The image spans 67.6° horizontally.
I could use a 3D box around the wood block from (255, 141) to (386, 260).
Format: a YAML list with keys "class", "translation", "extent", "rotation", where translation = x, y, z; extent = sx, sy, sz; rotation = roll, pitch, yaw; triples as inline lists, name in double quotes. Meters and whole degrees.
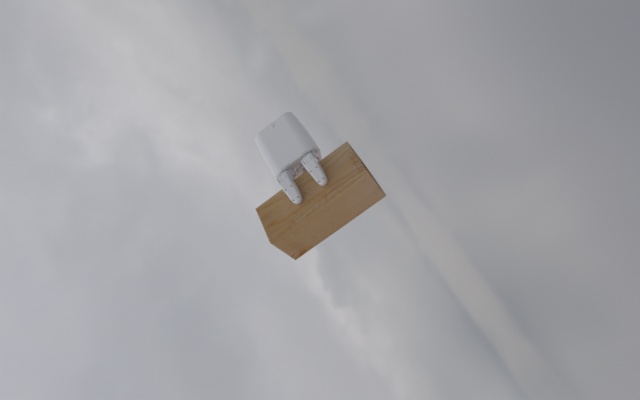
- class: "wood block"
  translation: [0.000, 0.003, 0.860]
  extent: [0.206, 0.090, 0.091]
  rotation: [-36, -38, 9]
